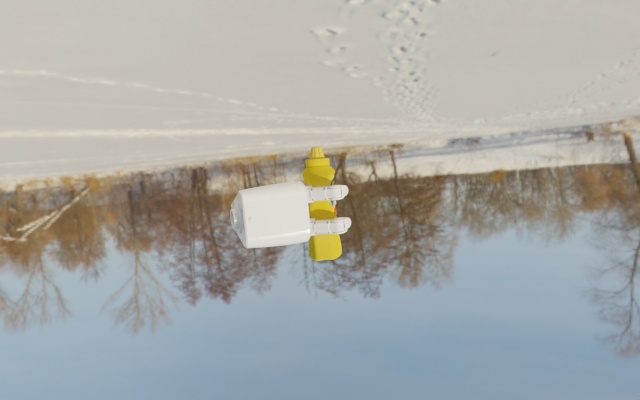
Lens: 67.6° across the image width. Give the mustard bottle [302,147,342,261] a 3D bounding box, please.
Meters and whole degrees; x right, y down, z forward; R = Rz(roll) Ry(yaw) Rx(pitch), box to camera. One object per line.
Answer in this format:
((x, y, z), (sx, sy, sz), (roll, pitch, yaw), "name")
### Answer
((0.000, 0.003, 0.833), (0.058, 0.191, 0.096), (-5, 5, 4), "mustard bottle")
